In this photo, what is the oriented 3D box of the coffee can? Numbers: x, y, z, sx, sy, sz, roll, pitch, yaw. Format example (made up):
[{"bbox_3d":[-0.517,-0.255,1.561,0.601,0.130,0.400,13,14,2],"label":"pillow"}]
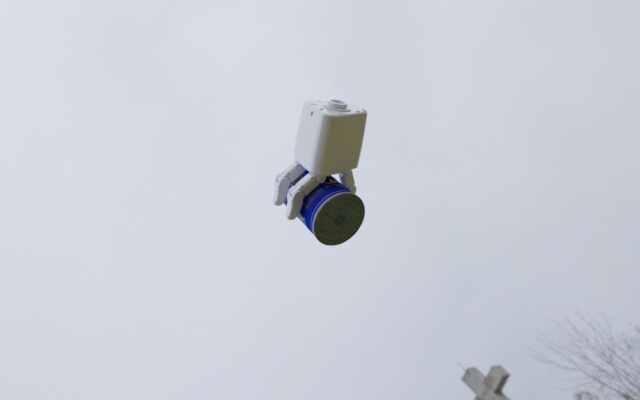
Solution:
[{"bbox_3d":[0.000,0.003,0.865,0.103,0.103,0.140,0,27,-33],"label":"coffee can"}]
